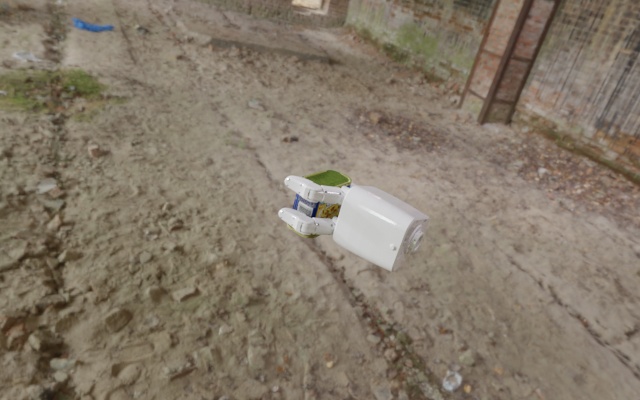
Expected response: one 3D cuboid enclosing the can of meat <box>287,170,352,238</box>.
[{"bbox_3d":[0.000,0.002,0.769,0.057,0.084,0.102,31,30,27],"label":"can of meat"}]
